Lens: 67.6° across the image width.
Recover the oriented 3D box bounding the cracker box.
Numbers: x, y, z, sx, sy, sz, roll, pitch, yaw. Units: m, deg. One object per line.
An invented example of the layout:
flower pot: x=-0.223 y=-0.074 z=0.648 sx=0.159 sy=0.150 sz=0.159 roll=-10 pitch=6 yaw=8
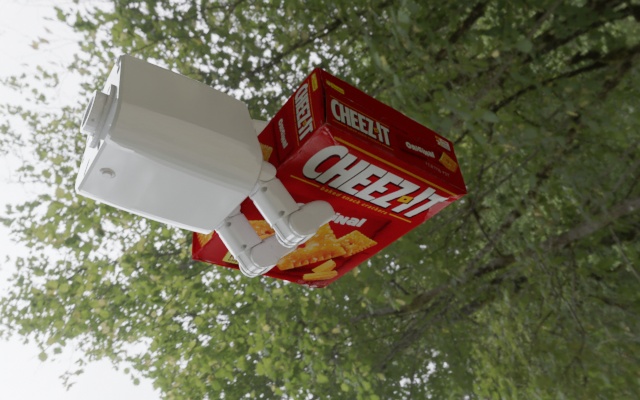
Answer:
cracker box: x=0.000 y=0.001 z=0.452 sx=0.164 sy=0.072 sz=0.214 roll=20 pitch=-43 yaw=-33
